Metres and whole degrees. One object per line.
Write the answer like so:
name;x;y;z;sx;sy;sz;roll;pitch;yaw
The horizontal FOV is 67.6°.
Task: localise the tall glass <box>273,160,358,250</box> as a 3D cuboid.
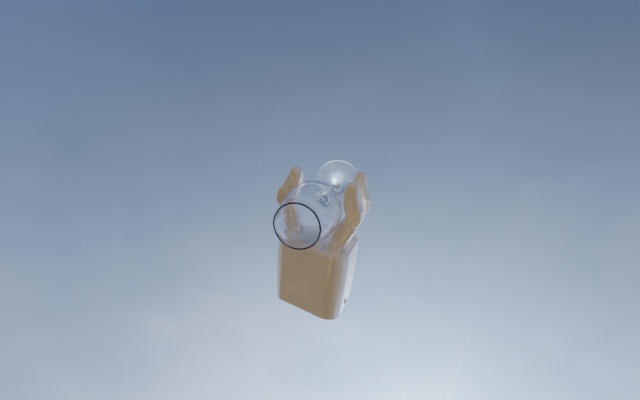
tall glass;0.000;0.002;0.665;0.079;0.079;0.201;0;17;18
